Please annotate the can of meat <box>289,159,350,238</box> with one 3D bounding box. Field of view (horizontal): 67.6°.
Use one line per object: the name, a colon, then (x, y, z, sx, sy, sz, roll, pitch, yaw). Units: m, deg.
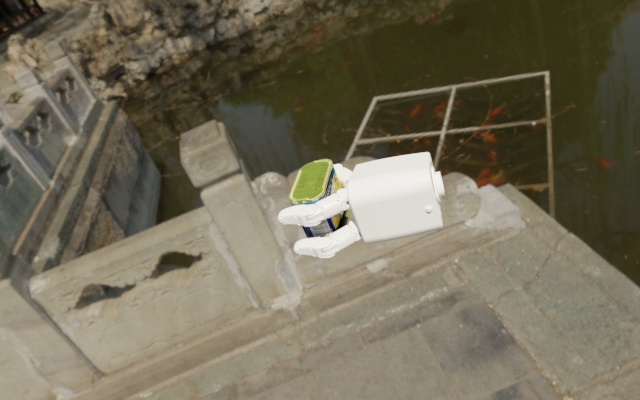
can of meat: (0.000, 0.002, 0.682, 0.057, 0.084, 0.102, -9, 35, 19)
